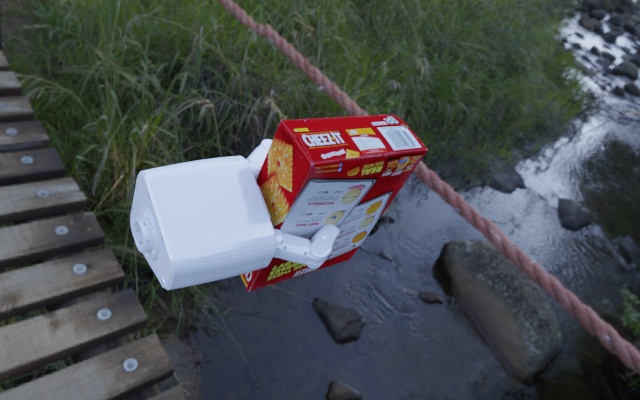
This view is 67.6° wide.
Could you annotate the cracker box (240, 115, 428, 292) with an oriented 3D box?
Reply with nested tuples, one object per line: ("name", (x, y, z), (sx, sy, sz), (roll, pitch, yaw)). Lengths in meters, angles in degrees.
("cracker box", (0.000, 0.002, 0.555), (0.164, 0.072, 0.214), (-11, -35, -37))
